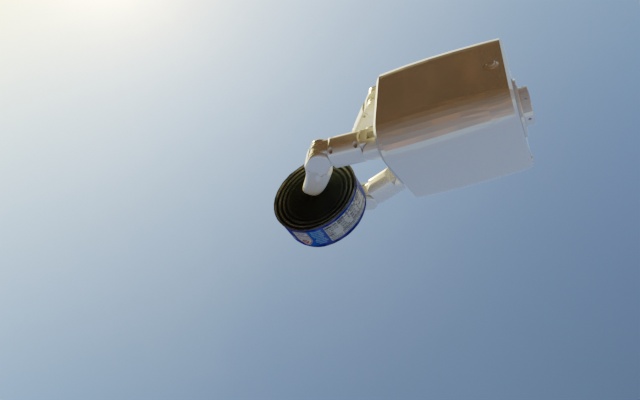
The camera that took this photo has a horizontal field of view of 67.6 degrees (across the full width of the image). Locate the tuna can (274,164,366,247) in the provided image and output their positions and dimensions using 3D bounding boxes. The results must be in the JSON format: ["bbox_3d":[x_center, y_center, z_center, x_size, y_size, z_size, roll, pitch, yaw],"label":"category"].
[{"bbox_3d":[0.000,0.002,0.462,0.086,0.086,0.034,0,-36,31],"label":"tuna can"}]
